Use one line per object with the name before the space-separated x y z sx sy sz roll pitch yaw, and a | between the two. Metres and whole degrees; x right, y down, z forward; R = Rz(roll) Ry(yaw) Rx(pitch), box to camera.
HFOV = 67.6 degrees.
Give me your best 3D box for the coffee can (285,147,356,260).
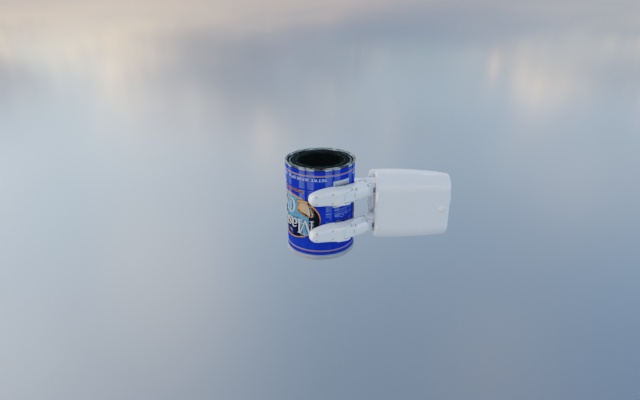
coffee can | 0.000 0.002 0.714 0.103 0.140 0.102 0 23 0
